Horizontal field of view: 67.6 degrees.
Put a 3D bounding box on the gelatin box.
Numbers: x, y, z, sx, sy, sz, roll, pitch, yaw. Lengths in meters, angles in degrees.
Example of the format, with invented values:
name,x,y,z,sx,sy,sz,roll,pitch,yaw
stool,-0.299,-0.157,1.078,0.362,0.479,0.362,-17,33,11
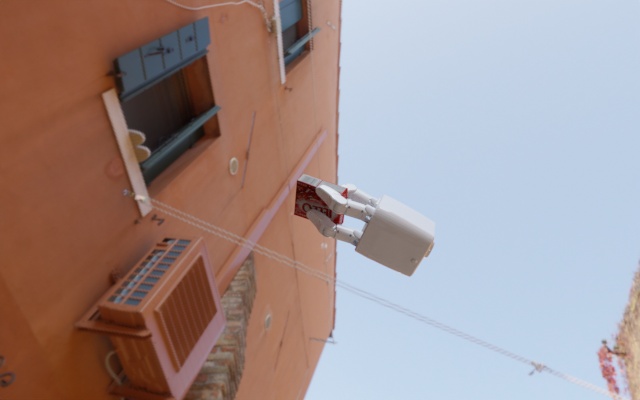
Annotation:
name,x,y,z,sx,sy,sz,roll,pitch,yaw
gelatin box,0.000,0.002,0.830,0.089,0.073,0.030,19,35,18
